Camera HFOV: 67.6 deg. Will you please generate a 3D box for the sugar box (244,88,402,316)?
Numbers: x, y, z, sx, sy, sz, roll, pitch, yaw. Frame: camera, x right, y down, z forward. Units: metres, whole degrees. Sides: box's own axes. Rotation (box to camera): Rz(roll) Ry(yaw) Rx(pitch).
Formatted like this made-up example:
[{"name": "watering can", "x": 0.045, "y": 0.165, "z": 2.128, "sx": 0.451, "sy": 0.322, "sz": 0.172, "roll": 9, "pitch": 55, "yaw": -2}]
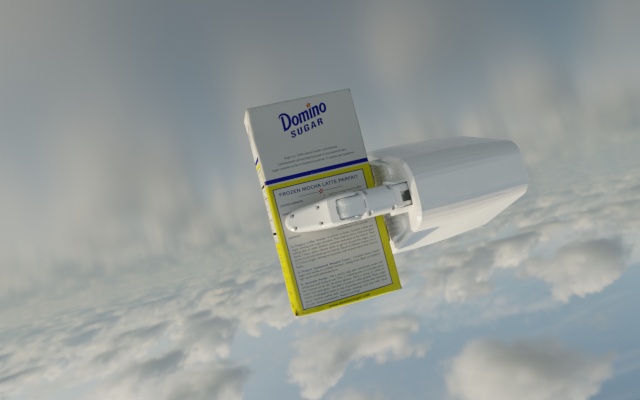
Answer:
[{"name": "sugar box", "x": 0.000, "y": 0.001, "z": 0.410, "sx": 0.093, "sy": 0.176, "sz": 0.048, "roll": -13, "pitch": -4, "yaw": -12}]
